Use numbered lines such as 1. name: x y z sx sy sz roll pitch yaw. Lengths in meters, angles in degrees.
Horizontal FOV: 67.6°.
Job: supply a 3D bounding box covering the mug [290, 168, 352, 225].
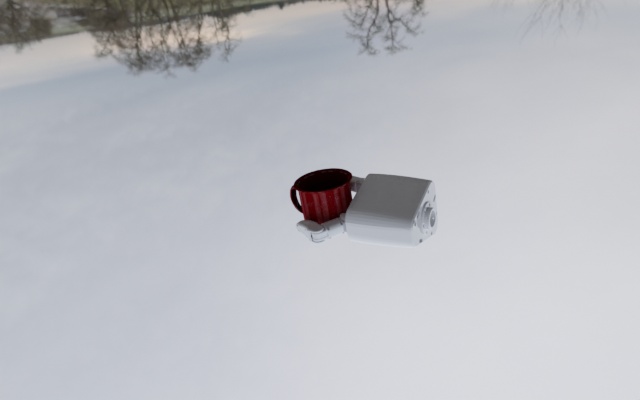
1. mug: -0.001 0.003 0.764 0.117 0.081 0.093 6 29 32
